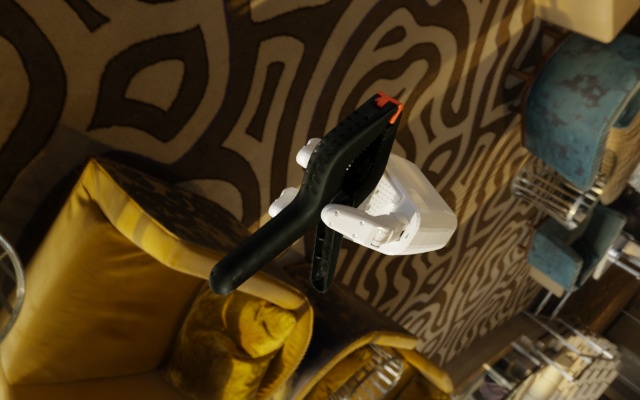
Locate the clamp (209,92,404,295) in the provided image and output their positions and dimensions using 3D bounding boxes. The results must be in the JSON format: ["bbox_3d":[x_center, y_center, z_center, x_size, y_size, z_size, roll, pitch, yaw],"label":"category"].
[{"bbox_3d":[0.001,0.001,0.413,0.036,0.210,0.164,38,19,30],"label":"clamp"}]
